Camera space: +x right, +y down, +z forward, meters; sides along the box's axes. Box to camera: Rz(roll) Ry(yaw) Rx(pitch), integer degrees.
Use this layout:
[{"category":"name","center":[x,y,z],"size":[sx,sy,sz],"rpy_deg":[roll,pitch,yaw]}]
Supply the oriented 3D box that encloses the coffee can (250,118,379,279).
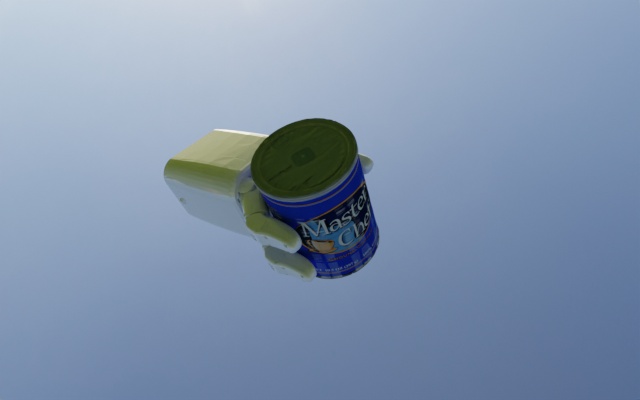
[{"category":"coffee can","center":[0.000,0.002,0.492],"size":[0.103,0.102,0.140],"rpy_deg":[0,-39,18]}]
